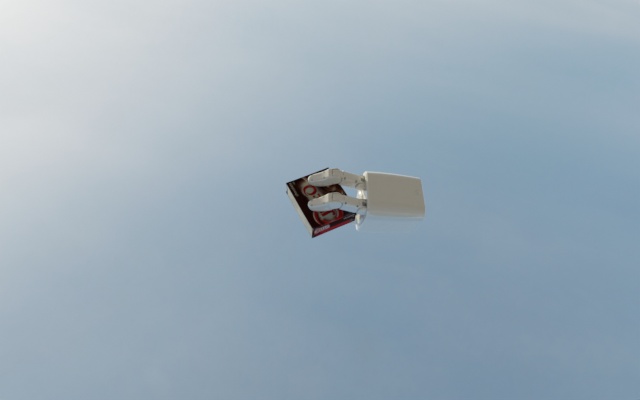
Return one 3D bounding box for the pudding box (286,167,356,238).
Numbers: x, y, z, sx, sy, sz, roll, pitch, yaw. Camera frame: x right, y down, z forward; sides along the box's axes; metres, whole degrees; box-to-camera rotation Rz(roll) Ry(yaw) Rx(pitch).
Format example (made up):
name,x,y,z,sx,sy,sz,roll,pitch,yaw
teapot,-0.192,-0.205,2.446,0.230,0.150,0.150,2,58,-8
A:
name,x,y,z,sx,sy,sz,roll,pitch,yaw
pudding box,0.000,0.003,0.868,0.090,0.113,0.039,-21,-32,-19
